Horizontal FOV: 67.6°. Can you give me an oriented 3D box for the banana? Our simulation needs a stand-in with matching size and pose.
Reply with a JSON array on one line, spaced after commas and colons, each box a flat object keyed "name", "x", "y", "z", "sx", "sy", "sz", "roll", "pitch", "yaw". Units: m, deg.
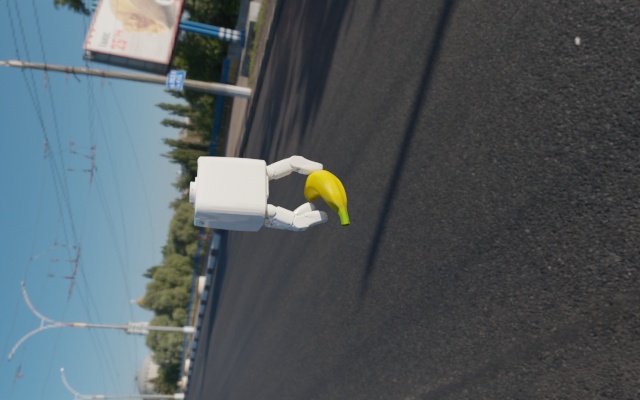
[{"name": "banana", "x": 0.002, "y": -0.015, "z": 0.767, "sx": 0.037, "sy": 0.069, "sz": 0.197, "roll": 1, "pitch": 11, "yaw": -15}]
